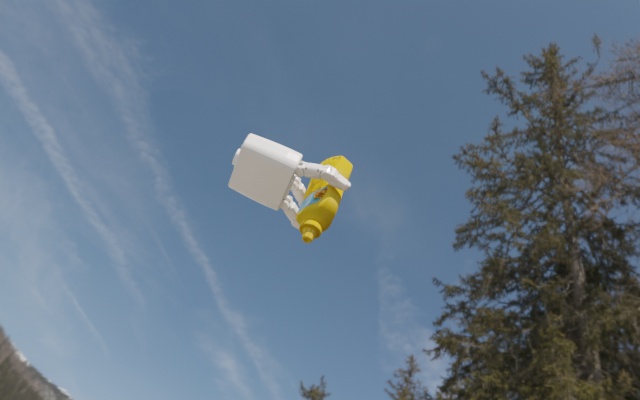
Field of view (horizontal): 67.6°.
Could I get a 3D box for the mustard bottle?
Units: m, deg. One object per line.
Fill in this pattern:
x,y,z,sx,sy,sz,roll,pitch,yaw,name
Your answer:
0.000,0.003,0.897,0.058,0.191,0.096,41,-46,-21,mustard bottle
